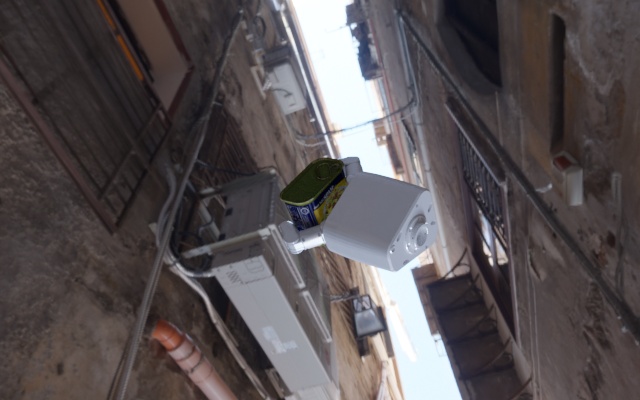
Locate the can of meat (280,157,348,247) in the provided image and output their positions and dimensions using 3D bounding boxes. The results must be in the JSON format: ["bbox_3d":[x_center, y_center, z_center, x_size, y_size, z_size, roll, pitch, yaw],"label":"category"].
[{"bbox_3d":[0.000,0.003,0.680,0.057,0.084,0.102,13,47,38],"label":"can of meat"}]
